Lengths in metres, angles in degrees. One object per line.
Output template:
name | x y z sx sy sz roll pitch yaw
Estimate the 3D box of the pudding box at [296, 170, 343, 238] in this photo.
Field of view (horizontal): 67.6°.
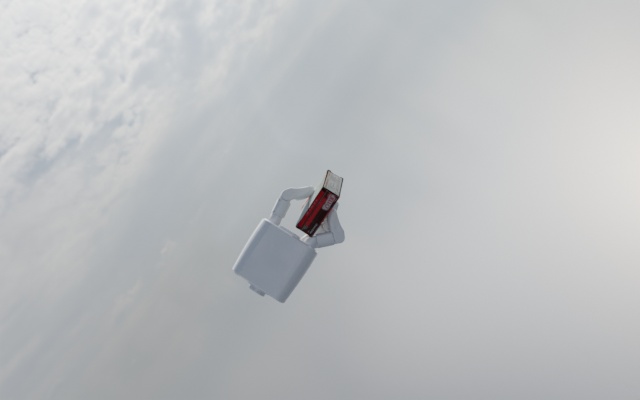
pudding box | 0.000 0.003 0.843 0.039 0.090 0.113 33 19 -8
